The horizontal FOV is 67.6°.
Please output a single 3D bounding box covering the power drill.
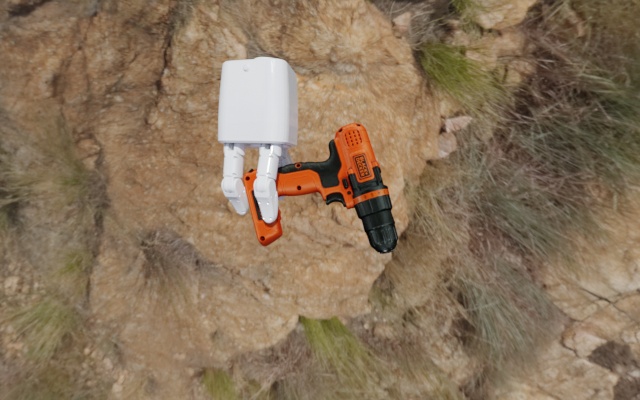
[{"bbox_3d":[0.000,0.002,0.655,0.187,0.184,0.057,-16,-10,0],"label":"power drill"}]
